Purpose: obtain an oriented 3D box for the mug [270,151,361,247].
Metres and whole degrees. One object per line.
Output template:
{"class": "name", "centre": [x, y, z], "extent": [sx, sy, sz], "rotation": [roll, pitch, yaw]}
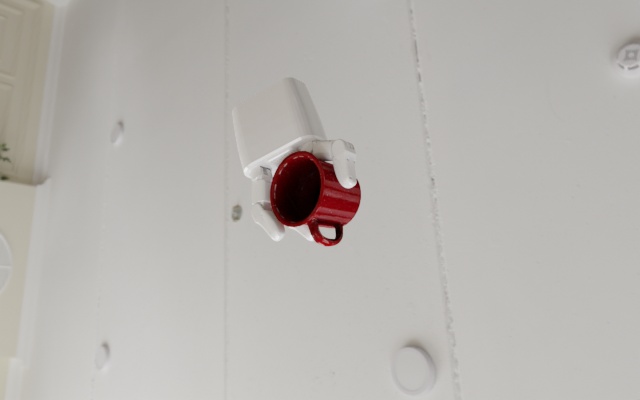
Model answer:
{"class": "mug", "centre": [0.001, 0.003, 0.596], "extent": [0.093, 0.117, 0.081], "rotation": [-34, -30, 33]}
